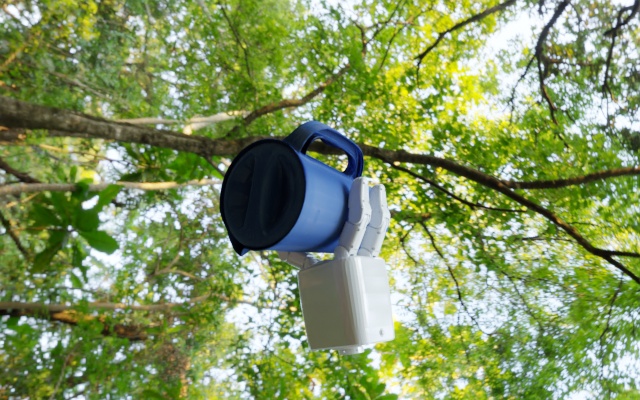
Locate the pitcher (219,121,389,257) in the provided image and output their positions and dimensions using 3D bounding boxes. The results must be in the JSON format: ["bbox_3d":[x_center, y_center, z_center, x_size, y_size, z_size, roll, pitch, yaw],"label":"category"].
[{"bbox_3d":[0.000,0.002,0.642,0.149,0.145,0.243,-17,-18,32],"label":"pitcher"}]
